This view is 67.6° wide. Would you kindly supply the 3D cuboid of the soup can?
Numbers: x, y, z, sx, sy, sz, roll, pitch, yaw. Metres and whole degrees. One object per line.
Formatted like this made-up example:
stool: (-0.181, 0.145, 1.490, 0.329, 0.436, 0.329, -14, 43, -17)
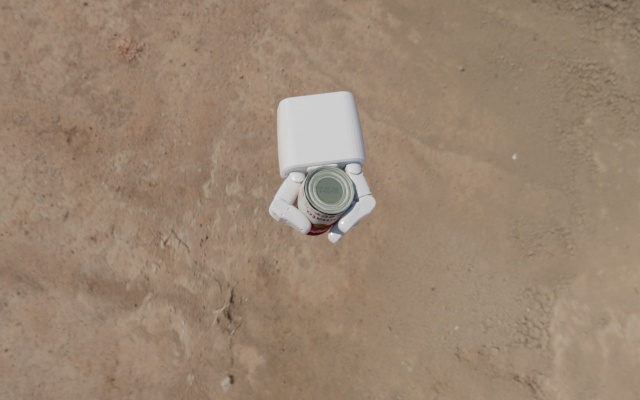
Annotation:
soup can: (0.000, 0.002, 0.642, 0.068, 0.068, 0.102, 0, -19, -15)
